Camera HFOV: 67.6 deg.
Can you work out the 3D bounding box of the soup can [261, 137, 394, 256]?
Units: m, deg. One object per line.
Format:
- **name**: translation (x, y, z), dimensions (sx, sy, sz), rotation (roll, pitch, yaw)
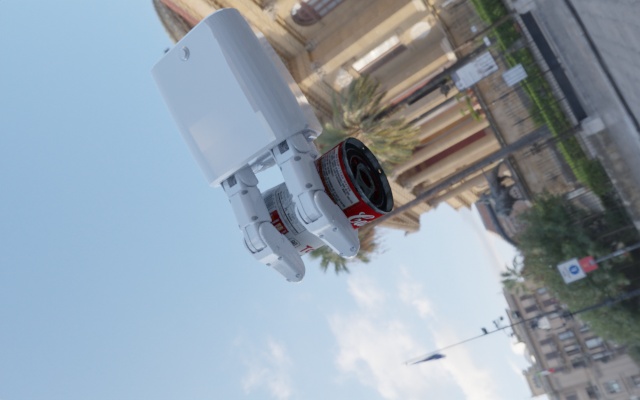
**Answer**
- **soup can**: translation (0.000, 0.002, 0.401), dimensions (0.102, 0.068, 0.068), rotation (-29, -14, 26)
